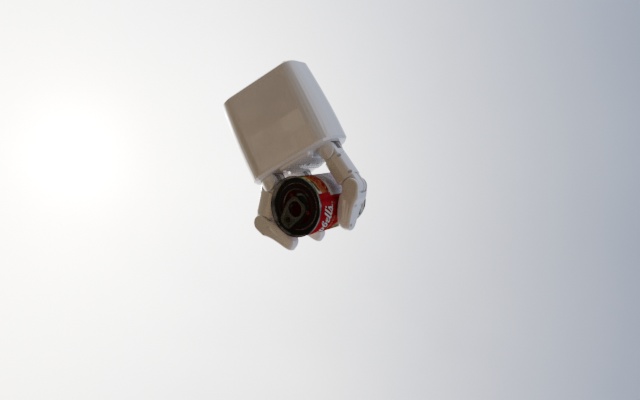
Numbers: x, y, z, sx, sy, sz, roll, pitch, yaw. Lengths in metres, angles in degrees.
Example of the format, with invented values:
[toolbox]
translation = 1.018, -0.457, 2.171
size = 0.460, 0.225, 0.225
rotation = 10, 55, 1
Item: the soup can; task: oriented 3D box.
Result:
[soup can]
translation = 0.001, 0.002, 0.558
size = 0.068, 0.068, 0.102
rotation = 0, 6, 35
